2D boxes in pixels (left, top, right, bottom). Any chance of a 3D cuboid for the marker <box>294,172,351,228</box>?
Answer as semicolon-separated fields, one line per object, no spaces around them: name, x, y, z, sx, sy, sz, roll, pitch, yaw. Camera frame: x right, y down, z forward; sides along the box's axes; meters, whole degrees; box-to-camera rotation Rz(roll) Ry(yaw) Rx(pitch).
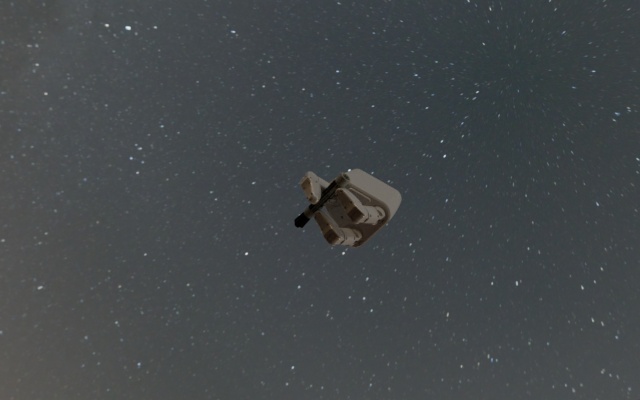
marker;0.000;0.002;0.743;0.121;0.020;0.020;-45;-24;26
